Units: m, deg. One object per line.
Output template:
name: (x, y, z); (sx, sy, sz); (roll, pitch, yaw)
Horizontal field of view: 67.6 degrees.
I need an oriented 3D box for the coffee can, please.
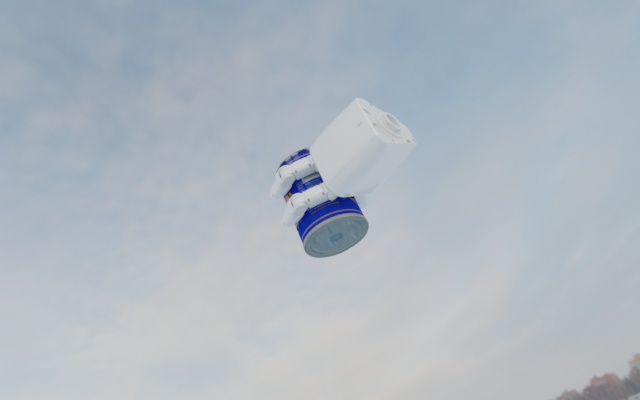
coffee can: (0.000, 0.003, 0.739); (0.103, 0.140, 0.103); (-17, -34, -12)
